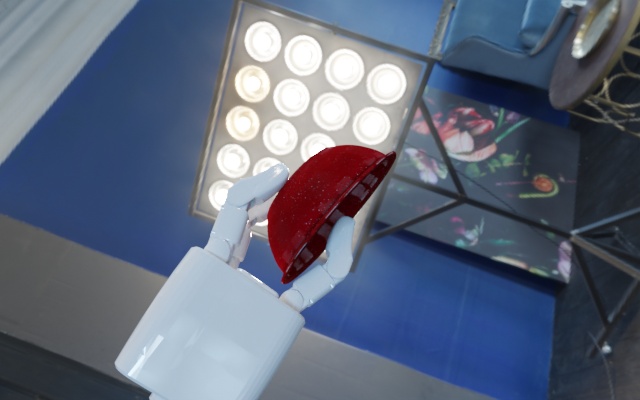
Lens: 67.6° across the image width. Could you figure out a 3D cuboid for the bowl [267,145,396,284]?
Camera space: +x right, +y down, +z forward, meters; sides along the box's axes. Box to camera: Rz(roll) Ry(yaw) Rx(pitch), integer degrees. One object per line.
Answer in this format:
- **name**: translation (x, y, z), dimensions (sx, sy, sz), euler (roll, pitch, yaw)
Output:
- **bowl**: translation (0.001, 0.000, 0.454), dimensions (0.055, 0.162, 0.162), euler (41, 8, 10)
